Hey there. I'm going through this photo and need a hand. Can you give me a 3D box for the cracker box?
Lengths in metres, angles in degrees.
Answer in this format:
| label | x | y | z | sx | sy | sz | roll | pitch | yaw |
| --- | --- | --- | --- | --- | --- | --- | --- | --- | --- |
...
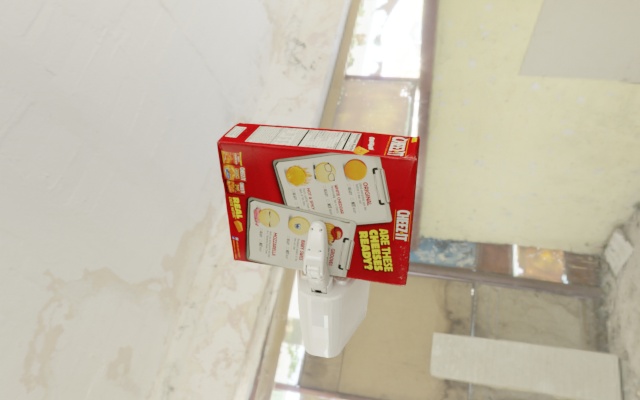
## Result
| label | x | y | z | sx | sy | sz | roll | pitch | yaw |
| --- | --- | --- | --- | --- | --- | --- | --- | --- | --- |
| cracker box | 0.000 | 0.002 | 0.551 | 0.213 | 0.164 | 0.072 | 6 | 32 | 12 |
